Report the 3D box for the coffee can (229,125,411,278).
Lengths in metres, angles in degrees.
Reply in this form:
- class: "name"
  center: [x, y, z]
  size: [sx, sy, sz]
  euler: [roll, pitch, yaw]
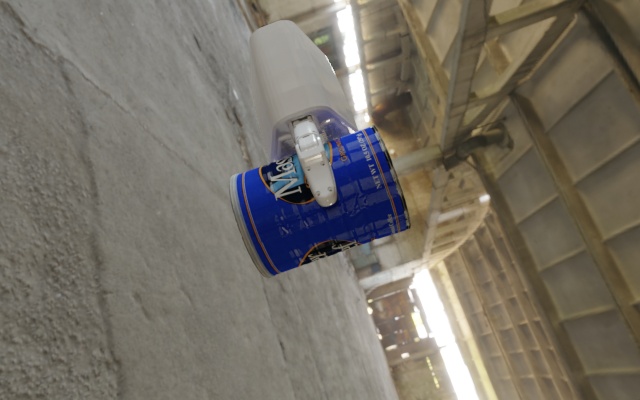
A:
- class: "coffee can"
  center: [0.000, 0.002, 0.446]
  size: [0.140, 0.103, 0.103]
  euler: [-20, -1, 3]
